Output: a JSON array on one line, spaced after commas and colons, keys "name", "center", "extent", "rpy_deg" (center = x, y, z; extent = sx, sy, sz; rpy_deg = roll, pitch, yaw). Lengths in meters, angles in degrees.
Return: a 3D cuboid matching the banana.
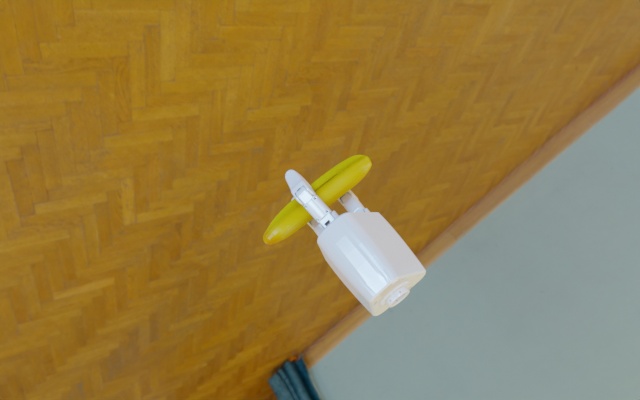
[{"name": "banana", "center": [0.003, -0.006, 0.650], "extent": [0.198, 0.037, 0.070], "rpy_deg": [-37, -14, -14]}]
